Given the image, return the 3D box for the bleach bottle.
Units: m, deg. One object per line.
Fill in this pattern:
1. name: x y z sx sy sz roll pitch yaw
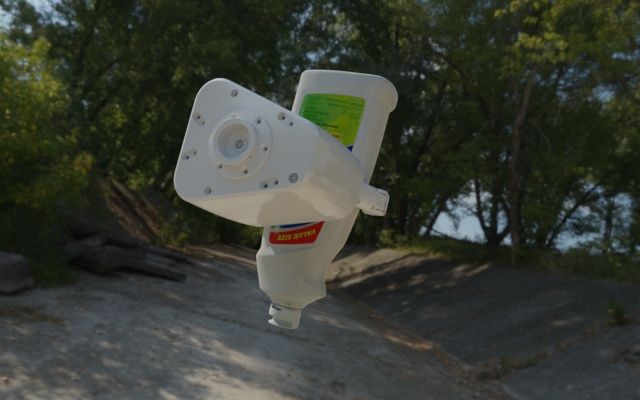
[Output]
1. bleach bottle: 0.000 0.001 0.474 0.102 0.251 0.068 11 -6 21
